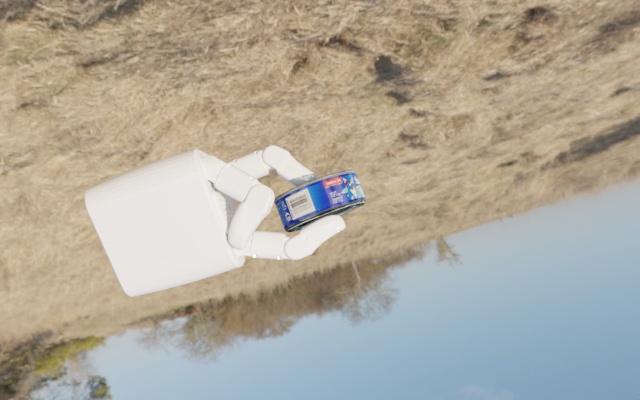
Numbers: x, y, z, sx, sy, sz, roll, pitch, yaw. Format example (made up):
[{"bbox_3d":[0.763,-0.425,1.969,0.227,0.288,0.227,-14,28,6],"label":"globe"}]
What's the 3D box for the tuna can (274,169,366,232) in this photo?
[{"bbox_3d":[0.000,0.002,0.466,0.086,0.033,0.086,-20,-7,-3],"label":"tuna can"}]
